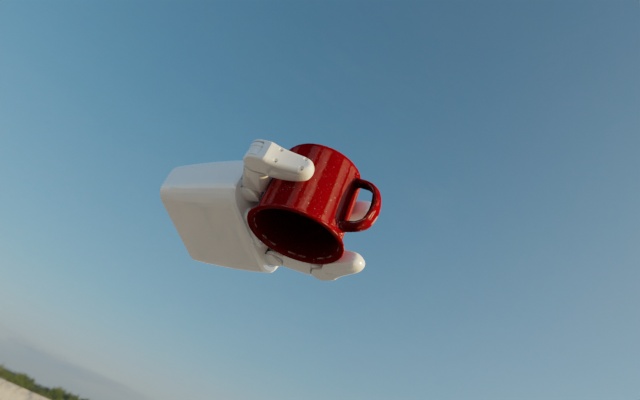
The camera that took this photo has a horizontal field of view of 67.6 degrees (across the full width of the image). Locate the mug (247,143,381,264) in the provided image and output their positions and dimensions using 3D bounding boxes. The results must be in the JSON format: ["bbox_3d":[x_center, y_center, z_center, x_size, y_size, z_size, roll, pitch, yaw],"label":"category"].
[{"bbox_3d":[0.001,0.001,0.442,0.117,0.081,0.093,1,-38,30],"label":"mug"}]
